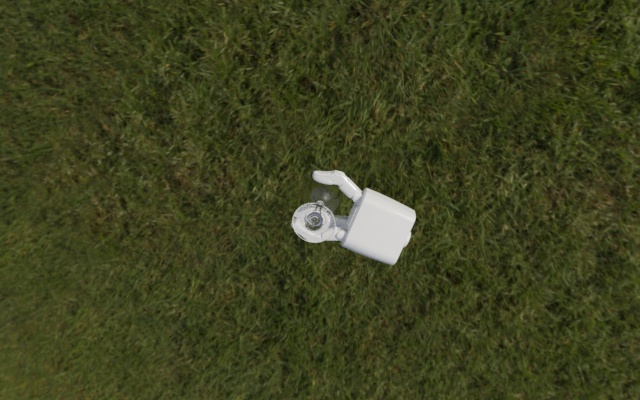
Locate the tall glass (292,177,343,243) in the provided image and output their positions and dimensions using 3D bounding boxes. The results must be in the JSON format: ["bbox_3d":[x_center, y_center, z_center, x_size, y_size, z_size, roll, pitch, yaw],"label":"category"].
[{"bbox_3d":[0.000,0.003,0.895,0.079,0.079,0.201,0,21,7],"label":"tall glass"}]
